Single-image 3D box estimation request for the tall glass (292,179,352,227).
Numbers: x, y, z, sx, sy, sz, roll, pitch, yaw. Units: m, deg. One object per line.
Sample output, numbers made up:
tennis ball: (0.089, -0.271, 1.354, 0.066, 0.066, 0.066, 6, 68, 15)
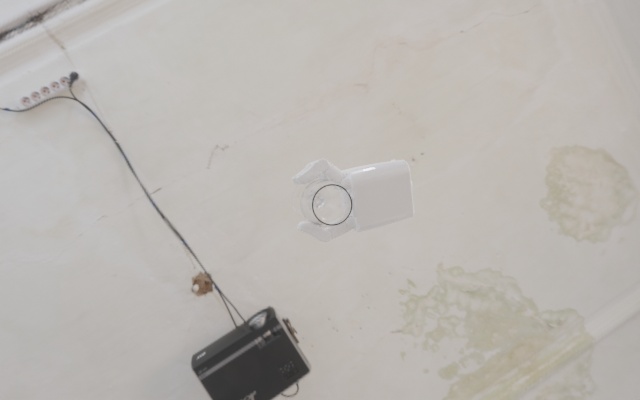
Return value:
tall glass: (0.000, 0.003, 0.805, 0.079, 0.079, 0.201, 0, 2, -10)
